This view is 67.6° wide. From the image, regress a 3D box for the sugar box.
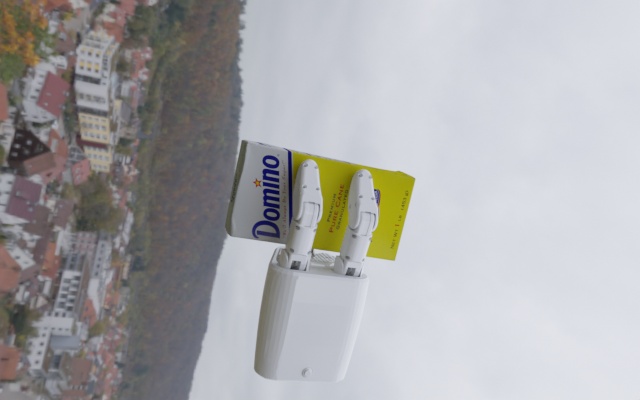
[{"bbox_3d":[0.000,0.002,0.481,0.176,0.093,0.048,9,9,-19],"label":"sugar box"}]
